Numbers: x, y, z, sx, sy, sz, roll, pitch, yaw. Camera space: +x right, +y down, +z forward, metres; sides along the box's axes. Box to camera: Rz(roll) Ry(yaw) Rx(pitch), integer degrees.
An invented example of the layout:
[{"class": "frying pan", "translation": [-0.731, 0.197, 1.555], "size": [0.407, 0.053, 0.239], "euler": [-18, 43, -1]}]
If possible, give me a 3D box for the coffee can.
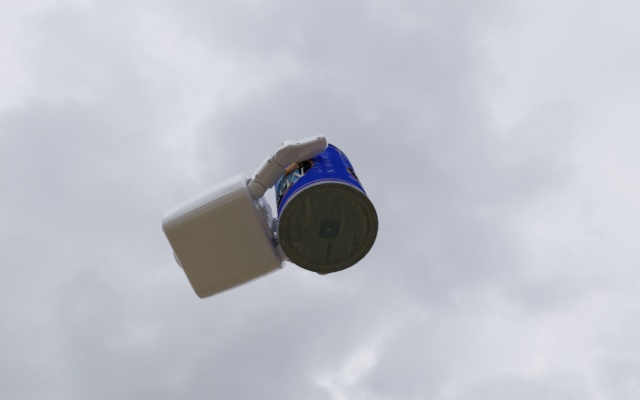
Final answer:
[{"class": "coffee can", "translation": [0.000, 0.002, 0.541], "size": [0.103, 0.103, 0.140], "euler": [0, 24, -7]}]
